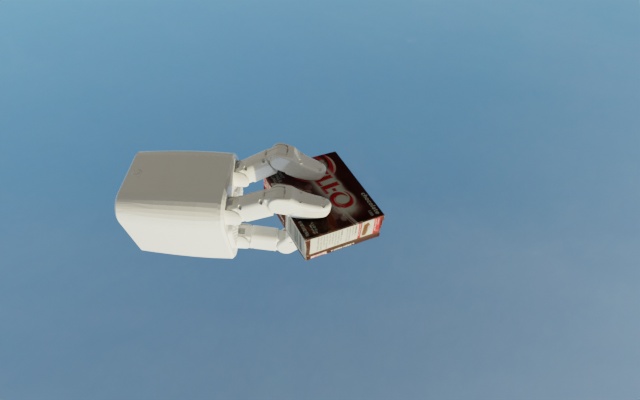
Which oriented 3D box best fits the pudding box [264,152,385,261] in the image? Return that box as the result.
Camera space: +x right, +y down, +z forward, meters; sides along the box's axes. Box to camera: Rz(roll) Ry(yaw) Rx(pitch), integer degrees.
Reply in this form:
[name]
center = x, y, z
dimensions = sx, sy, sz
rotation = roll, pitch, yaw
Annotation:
[pudding box]
center = 0.000, 0.002, 0.507
dimensions = 0.090, 0.039, 0.113
rotation = -17, 51, -21
